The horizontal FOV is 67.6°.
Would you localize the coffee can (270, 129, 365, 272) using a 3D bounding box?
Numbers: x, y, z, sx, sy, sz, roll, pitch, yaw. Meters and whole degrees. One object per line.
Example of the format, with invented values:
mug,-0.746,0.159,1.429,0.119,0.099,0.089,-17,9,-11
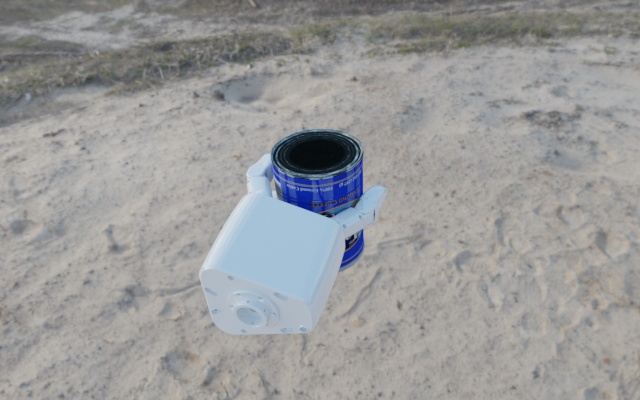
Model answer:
coffee can,0.000,0.002,0.561,0.103,0.140,0.102,-3,37,2
